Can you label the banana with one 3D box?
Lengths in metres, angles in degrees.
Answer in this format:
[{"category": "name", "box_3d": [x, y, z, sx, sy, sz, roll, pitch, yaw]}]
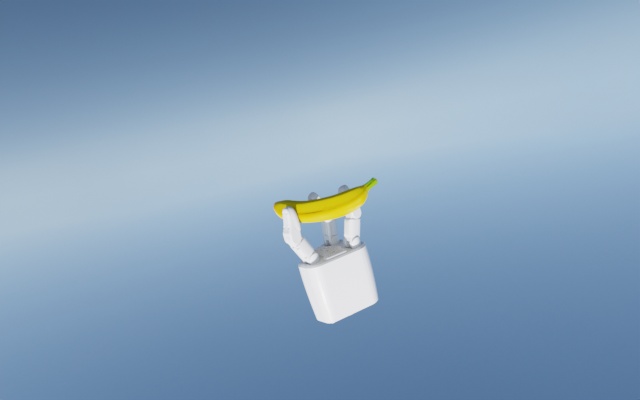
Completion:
[{"category": "banana", "box_3d": [-0.004, 0.010, 0.767, 0.198, 0.037, 0.069, -12, 19, 29]}]
